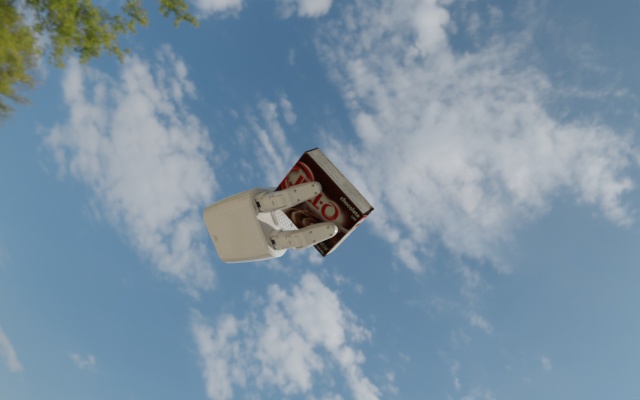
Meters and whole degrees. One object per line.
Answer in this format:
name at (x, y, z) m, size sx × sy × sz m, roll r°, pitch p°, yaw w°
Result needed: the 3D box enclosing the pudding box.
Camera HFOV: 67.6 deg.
pudding box at (0.000, 0.002, 0.620) m, size 0.090 × 0.113 × 0.039 m, roll -49°, pitch -10°, yaw 34°
